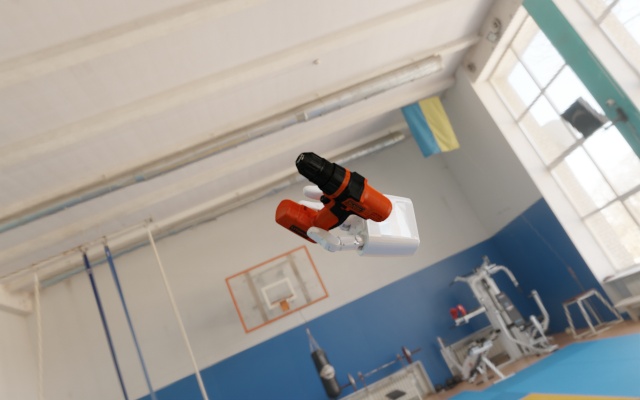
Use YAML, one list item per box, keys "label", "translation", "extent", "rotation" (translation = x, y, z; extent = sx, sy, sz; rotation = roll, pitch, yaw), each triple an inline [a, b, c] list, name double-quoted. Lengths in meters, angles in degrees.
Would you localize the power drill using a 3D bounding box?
- label: "power drill"
  translation: [0.000, 0.003, 0.812]
  extent: [0.184, 0.057, 0.188]
  rotation: [32, -35, -22]
